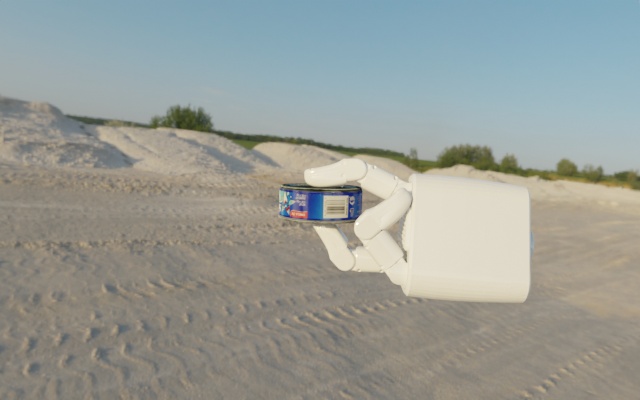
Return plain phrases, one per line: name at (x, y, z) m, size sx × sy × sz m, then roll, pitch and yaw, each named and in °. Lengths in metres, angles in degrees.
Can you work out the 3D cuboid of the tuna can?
tuna can at (0.000, 0.001, 0.486) m, size 0.086 × 0.034 × 0.086 m, roll 2°, pitch 6°, yaw 0°
